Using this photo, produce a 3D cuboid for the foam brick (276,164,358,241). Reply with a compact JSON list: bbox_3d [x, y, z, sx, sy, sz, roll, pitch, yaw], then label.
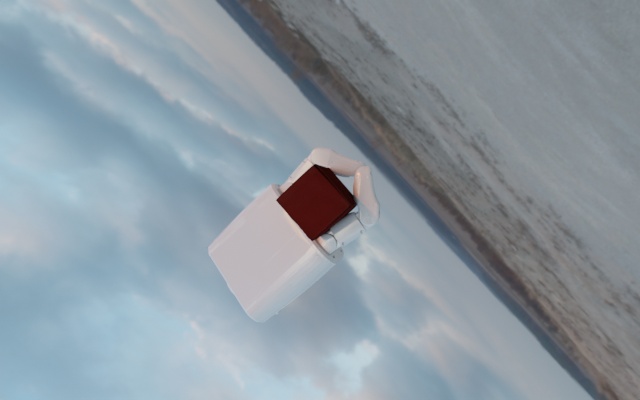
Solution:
[{"bbox_3d":[0.000,0.001,0.469,0.051,0.053,0.078,-41,-7,8],"label":"foam brick"}]
